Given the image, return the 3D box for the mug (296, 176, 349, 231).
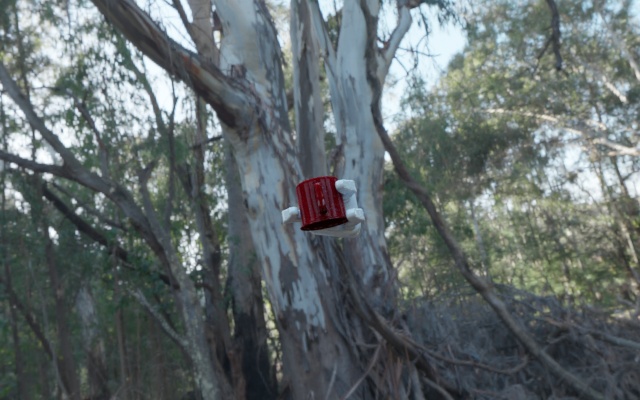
[{"bbox_3d":[0.000,0.002,0.861,0.093,0.081,0.117,-12,-13,2],"label":"mug"}]
